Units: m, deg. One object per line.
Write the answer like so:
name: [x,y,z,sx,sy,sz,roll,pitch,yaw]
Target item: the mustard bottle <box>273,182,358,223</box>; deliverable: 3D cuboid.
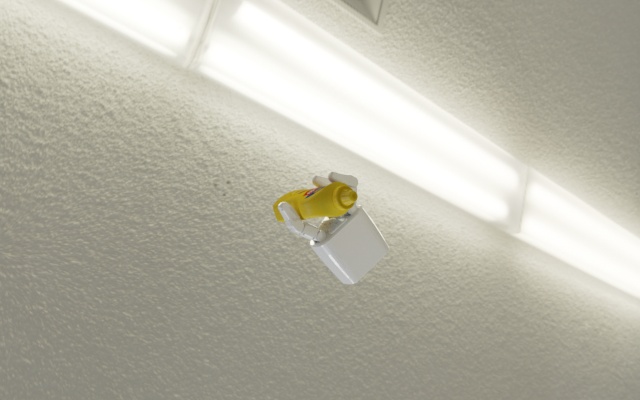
mustard bottle: [0.000,0.003,0.850,0.096,0.058,0.191,-20,7,-34]
